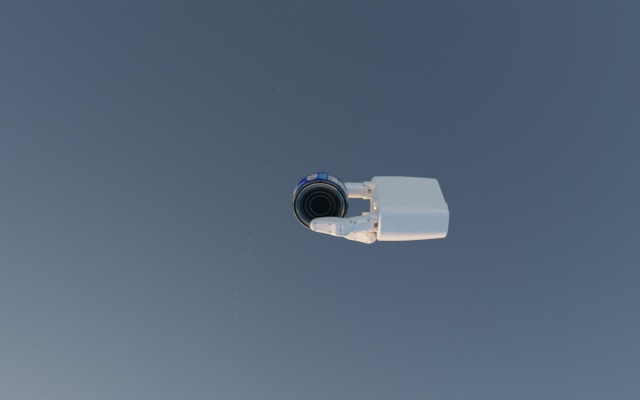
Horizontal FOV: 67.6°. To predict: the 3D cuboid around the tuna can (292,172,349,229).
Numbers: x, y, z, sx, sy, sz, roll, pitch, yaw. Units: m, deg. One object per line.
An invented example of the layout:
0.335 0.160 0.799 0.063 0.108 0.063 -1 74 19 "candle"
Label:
0.000 0.003 0.726 0.086 0.086 0.033 0 23 2 "tuna can"
